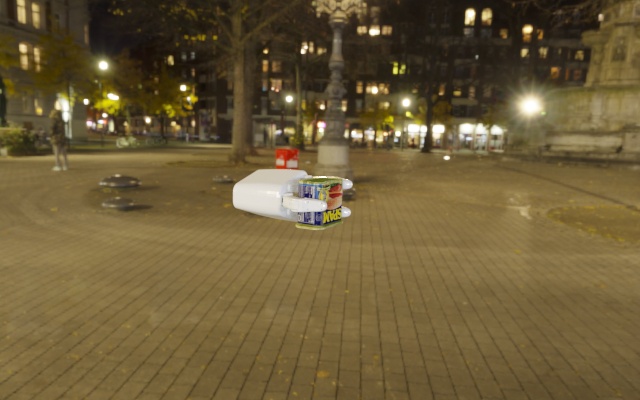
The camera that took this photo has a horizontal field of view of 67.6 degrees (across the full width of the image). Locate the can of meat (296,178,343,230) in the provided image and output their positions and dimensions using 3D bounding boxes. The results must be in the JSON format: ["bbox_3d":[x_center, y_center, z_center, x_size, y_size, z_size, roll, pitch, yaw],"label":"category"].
[{"bbox_3d":[0.000,0.003,0.865,0.057,0.084,0.102,6,9,29],"label":"can of meat"}]
